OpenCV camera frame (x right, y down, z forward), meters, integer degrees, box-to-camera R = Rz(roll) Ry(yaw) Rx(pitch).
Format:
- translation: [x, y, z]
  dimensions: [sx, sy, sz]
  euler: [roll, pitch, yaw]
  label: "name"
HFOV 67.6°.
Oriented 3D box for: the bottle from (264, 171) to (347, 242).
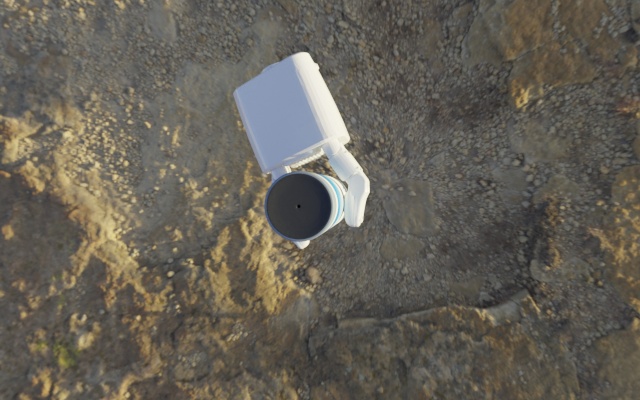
- translation: [0.000, 0.002, 0.590]
  dimensions: [0.069, 0.069, 0.295]
  euler: [0, 1, 8]
  label: "bottle"
